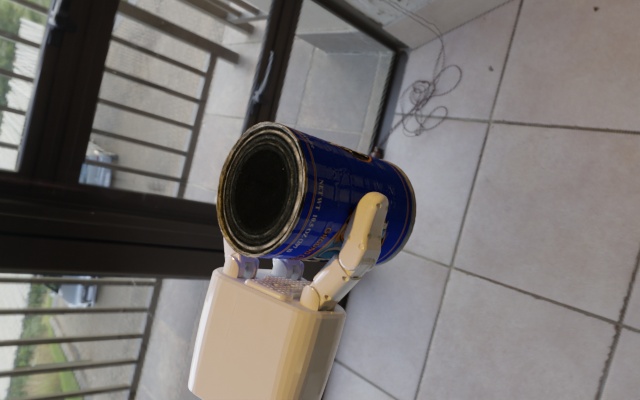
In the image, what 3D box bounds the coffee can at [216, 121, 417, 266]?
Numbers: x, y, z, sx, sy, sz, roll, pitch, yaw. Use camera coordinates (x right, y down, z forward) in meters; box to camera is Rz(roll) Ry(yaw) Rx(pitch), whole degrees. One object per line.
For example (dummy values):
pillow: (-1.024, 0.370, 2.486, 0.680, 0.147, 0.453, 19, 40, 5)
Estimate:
coffee can: (0.000, 0.001, 0.403, 0.103, 0.103, 0.140, 0, -8, 44)
